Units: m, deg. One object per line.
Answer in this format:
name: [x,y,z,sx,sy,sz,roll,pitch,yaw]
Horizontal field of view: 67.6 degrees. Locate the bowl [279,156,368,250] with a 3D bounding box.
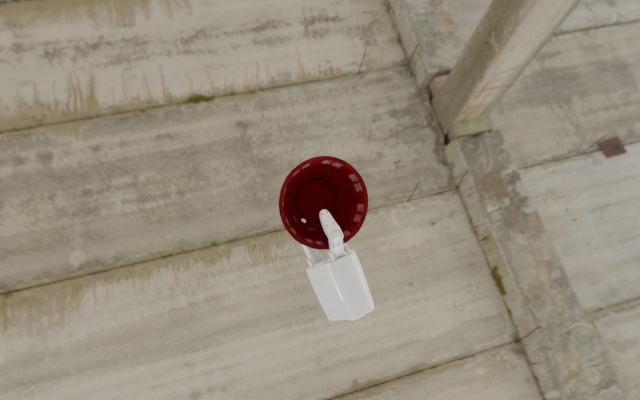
bowl: [0.000,0.001,0.844,0.162,0.162,0.055,0,4,-17]
